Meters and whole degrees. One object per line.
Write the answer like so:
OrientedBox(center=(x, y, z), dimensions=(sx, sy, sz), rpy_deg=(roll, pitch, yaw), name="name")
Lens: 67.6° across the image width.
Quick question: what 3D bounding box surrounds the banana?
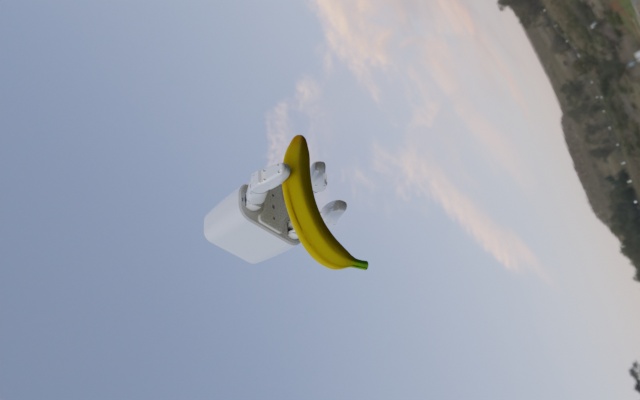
OrientedBox(center=(-0.011, 0.009, 0.602), dimensions=(0.069, 0.197, 0.037), rpy_deg=(-16, -14, -44), name="banana")
